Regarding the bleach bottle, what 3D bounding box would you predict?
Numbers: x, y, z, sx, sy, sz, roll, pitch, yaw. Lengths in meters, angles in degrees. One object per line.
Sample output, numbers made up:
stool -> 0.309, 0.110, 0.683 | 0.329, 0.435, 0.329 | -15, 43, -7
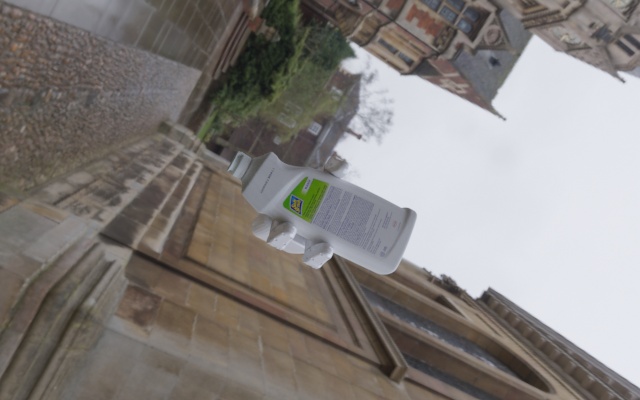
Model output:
bleach bottle -> 0.000, 0.002, 0.627 | 0.251, 0.102, 0.068 | 29, -18, -14
